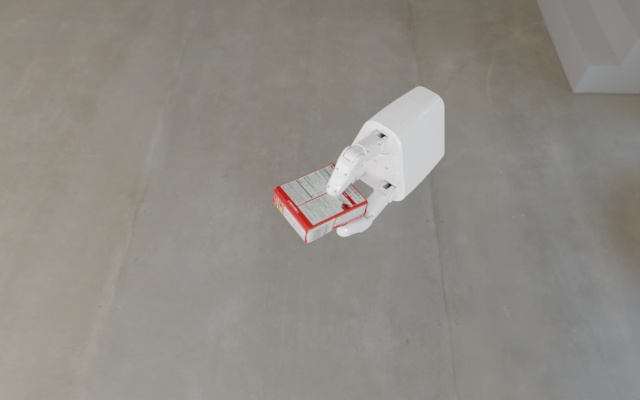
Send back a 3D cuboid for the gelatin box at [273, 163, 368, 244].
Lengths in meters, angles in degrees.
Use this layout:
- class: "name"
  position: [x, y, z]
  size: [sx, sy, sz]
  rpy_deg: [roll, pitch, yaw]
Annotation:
- class: "gelatin box"
  position: [0.000, 0.002, 0.563]
  size: [0.089, 0.030, 0.073]
  rpy_deg: [-24, 57, -28]
